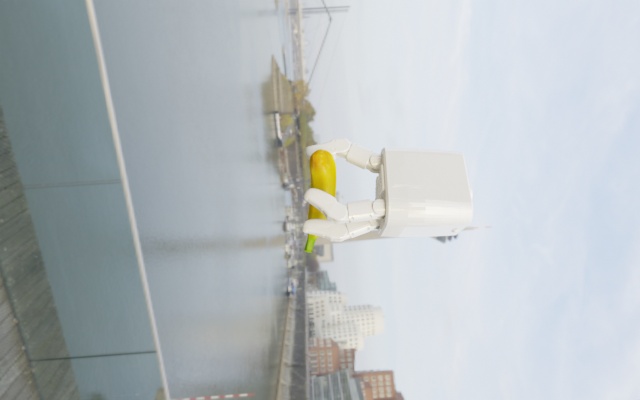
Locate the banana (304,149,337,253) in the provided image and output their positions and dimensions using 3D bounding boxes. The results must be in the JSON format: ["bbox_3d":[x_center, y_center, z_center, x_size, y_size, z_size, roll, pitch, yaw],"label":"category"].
[{"bbox_3d":[0.002,-0.010,0.648,0.037,0.069,0.198,6,-41,2],"label":"banana"}]
